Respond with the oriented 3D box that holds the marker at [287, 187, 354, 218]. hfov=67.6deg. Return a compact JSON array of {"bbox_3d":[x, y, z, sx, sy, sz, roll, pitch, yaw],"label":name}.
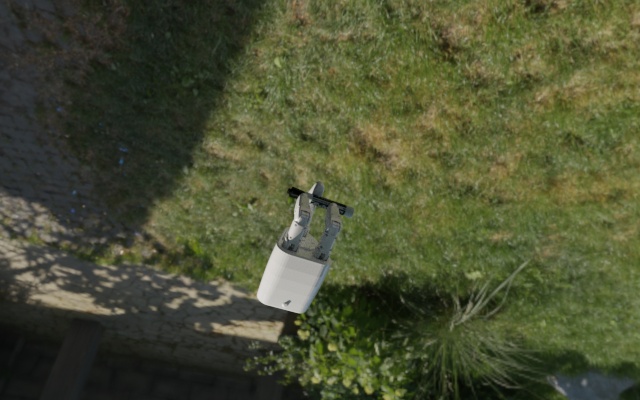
[{"bbox_3d":[0.000,0.003,0.815,0.121,0.020,0.020,19,-6,-17],"label":"marker"}]
